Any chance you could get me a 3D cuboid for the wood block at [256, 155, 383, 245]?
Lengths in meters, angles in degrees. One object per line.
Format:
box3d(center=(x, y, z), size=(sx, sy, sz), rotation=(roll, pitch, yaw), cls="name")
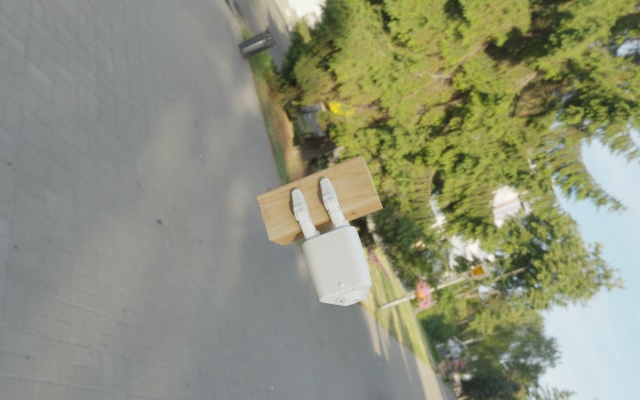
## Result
box3d(center=(0.000, 0.003, 0.885), size=(0.206, 0.090, 0.091), rotation=(-21, -15, 8), cls="wood block")
